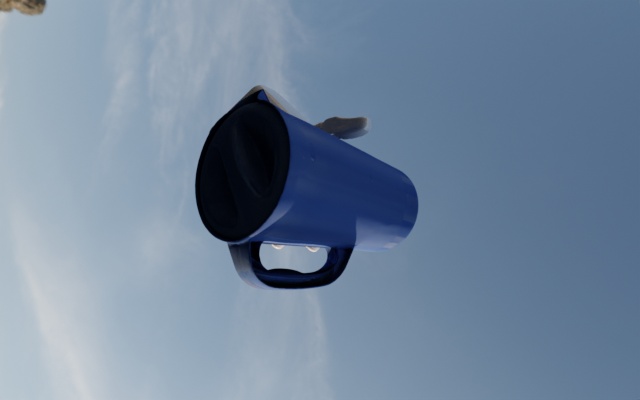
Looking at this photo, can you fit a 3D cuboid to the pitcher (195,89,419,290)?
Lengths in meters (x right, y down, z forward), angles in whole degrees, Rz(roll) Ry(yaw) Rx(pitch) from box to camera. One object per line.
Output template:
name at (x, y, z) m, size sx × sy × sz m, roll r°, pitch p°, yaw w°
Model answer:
pitcher at (0.000, 0.002, 0.511) m, size 0.243 × 0.149 × 0.145 m, roll 15°, pitch 25°, yaw -47°
